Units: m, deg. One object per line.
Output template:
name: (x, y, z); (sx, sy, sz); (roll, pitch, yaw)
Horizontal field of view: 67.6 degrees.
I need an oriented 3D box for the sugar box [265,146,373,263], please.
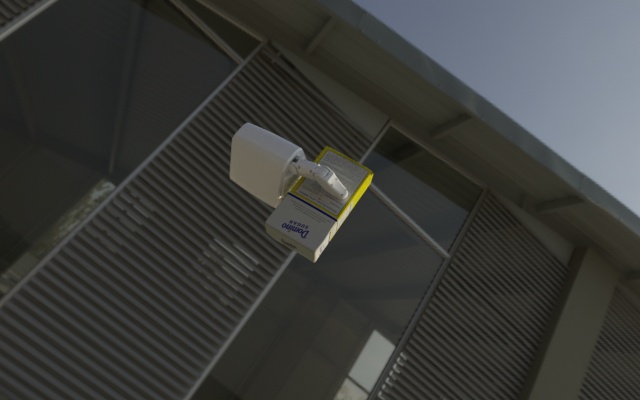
sugar box: (0.000, 0.003, 0.755); (0.093, 0.176, 0.048); (30, -26, 14)
